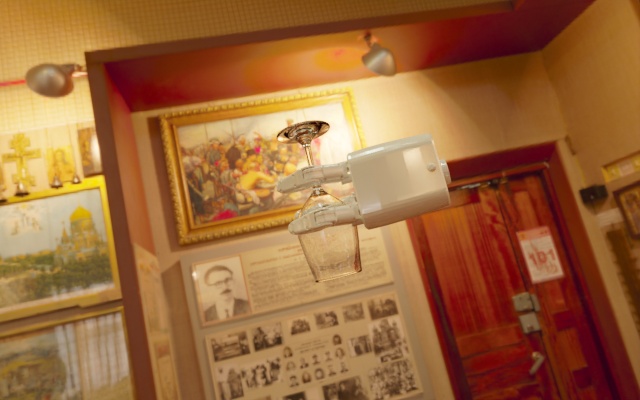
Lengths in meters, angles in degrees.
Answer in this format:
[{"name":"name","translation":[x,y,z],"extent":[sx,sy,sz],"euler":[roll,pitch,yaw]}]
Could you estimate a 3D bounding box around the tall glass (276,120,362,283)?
[{"name":"tall glass","translation":[0.000,0.001,0.624],"extent":[0.079,0.201,0.079],"euler":[-13,-11,-3]}]
